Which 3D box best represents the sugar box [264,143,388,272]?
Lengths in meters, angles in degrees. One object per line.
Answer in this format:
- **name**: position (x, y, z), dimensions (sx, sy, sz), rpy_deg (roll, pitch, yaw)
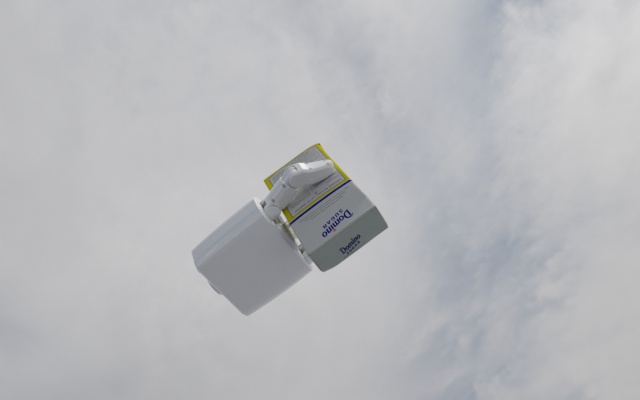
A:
- **sugar box**: position (0.000, 0.002, 0.589), dimensions (0.093, 0.048, 0.176), rpy_deg (-36, 40, 0)
